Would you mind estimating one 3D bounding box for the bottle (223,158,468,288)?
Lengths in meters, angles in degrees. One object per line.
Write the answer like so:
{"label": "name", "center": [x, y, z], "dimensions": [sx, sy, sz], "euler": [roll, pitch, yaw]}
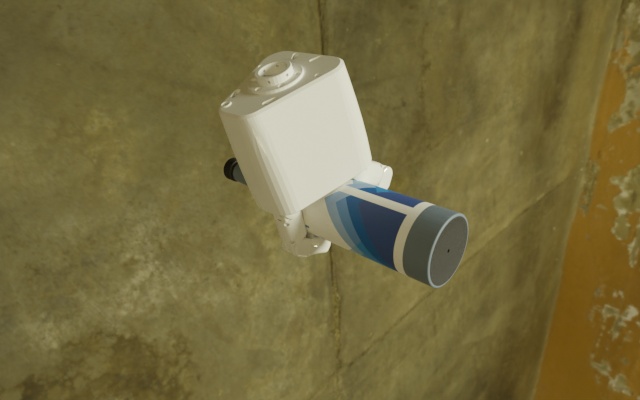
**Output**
{"label": "bottle", "center": [0.000, 0.002, 0.490], "dimensions": [0.295, 0.069, 0.069], "euler": [21, 13, 39]}
